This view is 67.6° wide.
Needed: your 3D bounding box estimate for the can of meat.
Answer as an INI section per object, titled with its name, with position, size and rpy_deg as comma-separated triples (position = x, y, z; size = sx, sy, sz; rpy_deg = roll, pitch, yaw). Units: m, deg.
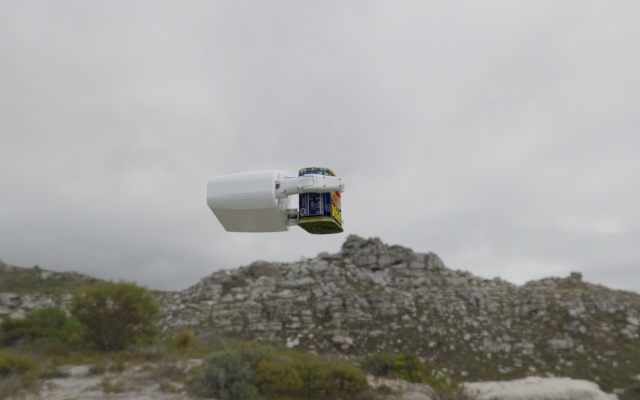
[can of meat]
position = 0.000, 0.002, 0.736
size = 0.057, 0.084, 0.102
rpy_deg = -5, -15, 13
